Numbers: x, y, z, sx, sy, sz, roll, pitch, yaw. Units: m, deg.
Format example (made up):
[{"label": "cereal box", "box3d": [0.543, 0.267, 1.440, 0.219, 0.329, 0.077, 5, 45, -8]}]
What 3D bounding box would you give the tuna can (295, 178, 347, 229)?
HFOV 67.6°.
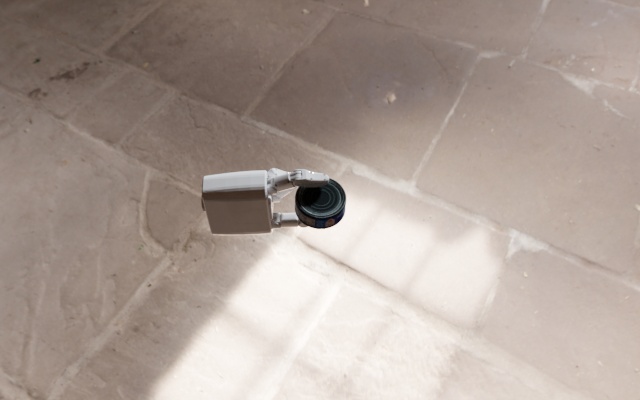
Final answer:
[{"label": "tuna can", "box3d": [0.000, 0.002, 0.787, 0.086, 0.086, 0.034, 0, -34, -3]}]
